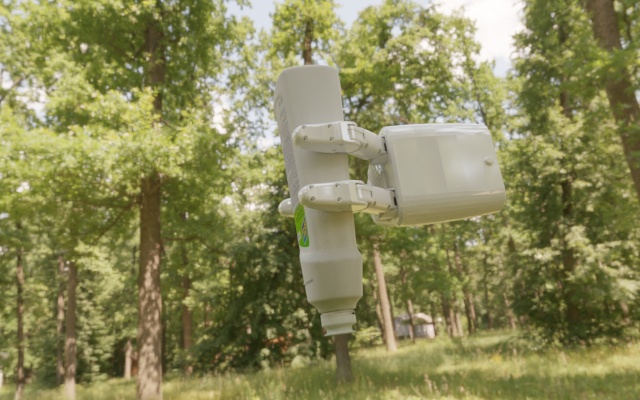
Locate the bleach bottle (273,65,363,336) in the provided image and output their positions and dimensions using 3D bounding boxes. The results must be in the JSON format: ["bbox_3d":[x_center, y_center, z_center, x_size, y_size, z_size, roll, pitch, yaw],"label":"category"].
[{"bbox_3d":[0.000,0.001,0.464,0.068,0.250,0.102,-5,-17,-9],"label":"bleach bottle"}]
